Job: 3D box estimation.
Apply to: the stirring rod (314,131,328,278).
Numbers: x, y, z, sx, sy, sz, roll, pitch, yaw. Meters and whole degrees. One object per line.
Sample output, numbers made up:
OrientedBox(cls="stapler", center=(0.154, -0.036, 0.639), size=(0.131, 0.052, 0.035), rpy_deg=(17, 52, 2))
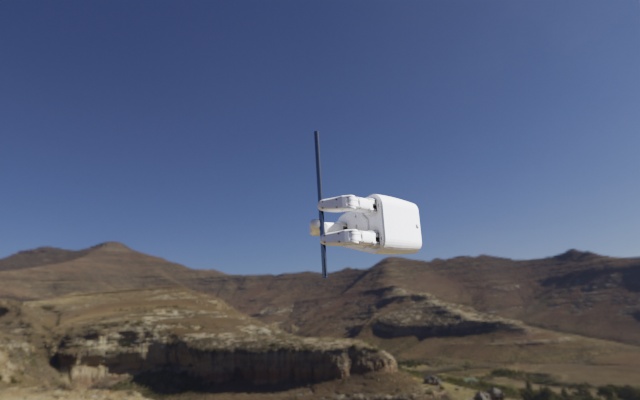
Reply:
OrientedBox(cls="stirring rod", center=(0.000, 0.003, 0.765), size=(0.011, 0.239, 0.011), rpy_deg=(-3, -13, -1))
